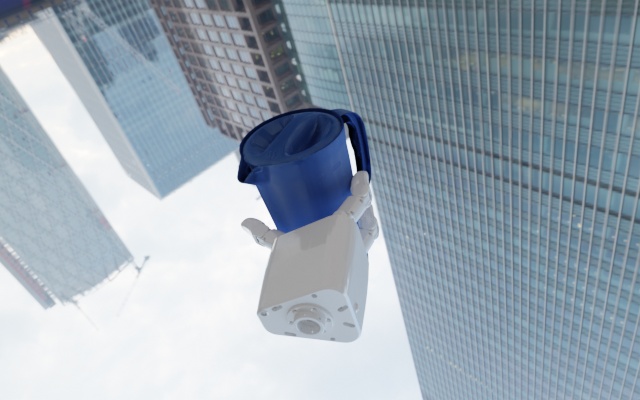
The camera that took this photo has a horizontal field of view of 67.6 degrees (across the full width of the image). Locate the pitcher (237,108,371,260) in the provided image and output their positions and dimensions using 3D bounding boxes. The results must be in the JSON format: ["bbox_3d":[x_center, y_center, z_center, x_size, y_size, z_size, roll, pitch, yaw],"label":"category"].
[{"bbox_3d":[0.000,0.002,0.653,0.149,0.243,0.145,-9,37,13],"label":"pitcher"}]
